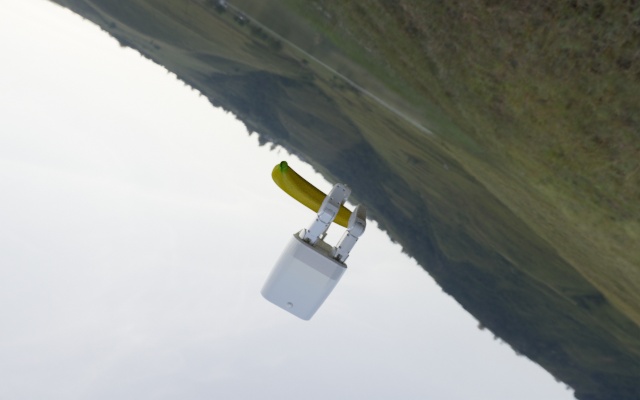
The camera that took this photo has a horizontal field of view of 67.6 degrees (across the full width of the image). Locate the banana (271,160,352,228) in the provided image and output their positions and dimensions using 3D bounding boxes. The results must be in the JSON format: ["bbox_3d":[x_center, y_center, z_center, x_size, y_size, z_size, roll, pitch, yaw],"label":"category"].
[{"bbox_3d":[-0.012,-0.005,0.737,0.198,0.037,0.069,35,-3,-37],"label":"banana"}]
